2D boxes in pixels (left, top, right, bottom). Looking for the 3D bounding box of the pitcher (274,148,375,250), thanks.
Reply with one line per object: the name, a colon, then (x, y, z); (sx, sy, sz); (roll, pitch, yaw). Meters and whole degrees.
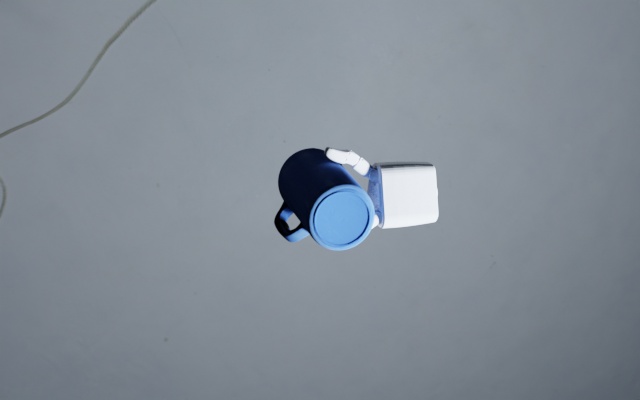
pitcher: (0.000, 0.003, 0.831); (0.145, 0.149, 0.242); (-2, 17, -12)
